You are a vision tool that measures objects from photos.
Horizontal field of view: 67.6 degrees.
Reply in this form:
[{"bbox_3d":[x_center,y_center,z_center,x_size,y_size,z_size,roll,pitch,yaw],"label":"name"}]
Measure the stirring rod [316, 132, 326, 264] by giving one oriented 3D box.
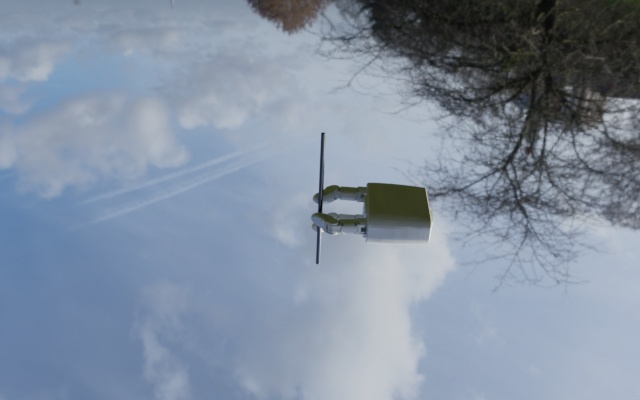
[{"bbox_3d":[0.000,0.003,0.809,0.011,0.240,0.011,2,24,-1],"label":"stirring rod"}]
